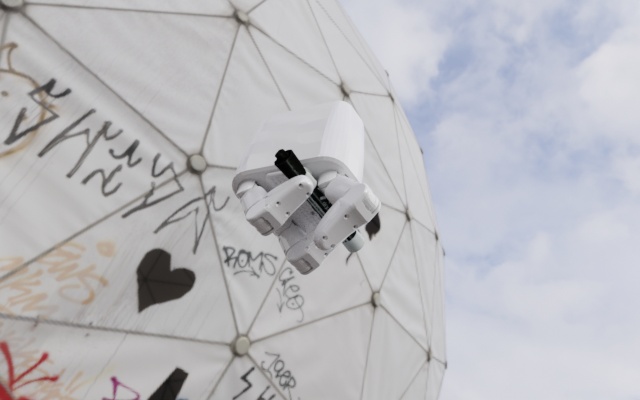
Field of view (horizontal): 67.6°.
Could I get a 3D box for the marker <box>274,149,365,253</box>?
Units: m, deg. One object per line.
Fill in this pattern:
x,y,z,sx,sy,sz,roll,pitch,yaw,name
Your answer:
0.000,0.001,0.416,0.020,0.020,0.121,0,-42,49,marker
